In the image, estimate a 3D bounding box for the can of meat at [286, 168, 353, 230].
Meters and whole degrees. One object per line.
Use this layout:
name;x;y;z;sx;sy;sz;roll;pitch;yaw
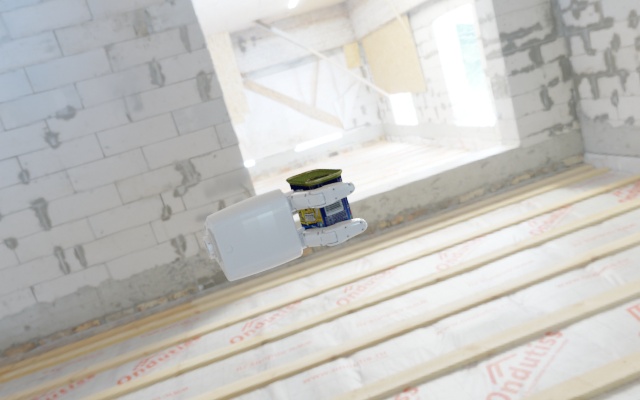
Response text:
can of meat;0.000;0.003;0.685;0.057;0.084;0.102;-21;13;-24
